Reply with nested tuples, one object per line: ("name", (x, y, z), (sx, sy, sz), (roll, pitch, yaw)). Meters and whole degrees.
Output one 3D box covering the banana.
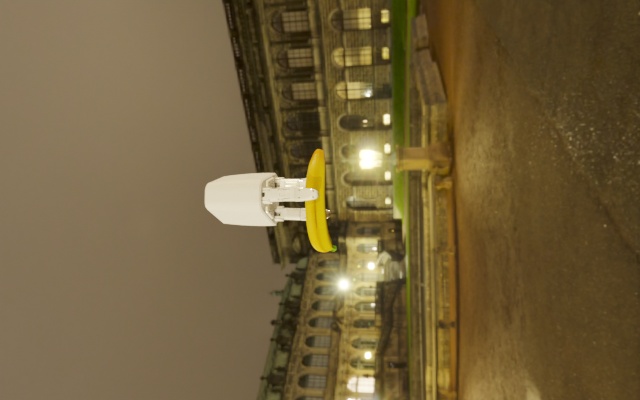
("banana", (-0.004, 0.012, 0.837), (0.037, 0.198, 0.069), (-1, 20, 15))
